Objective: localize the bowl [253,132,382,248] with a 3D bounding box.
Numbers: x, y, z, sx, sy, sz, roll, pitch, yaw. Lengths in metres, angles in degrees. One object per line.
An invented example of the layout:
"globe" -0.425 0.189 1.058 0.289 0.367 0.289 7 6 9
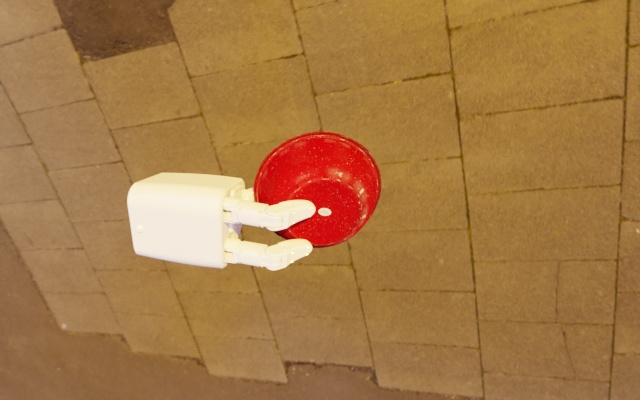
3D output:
"bowl" 0.001 0.002 0.575 0.162 0.162 0.055 0 30 -8
